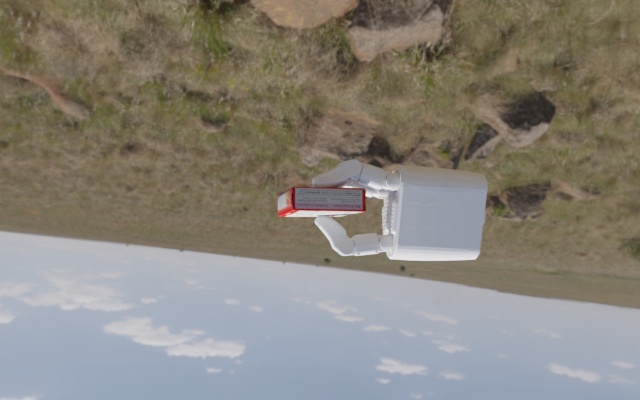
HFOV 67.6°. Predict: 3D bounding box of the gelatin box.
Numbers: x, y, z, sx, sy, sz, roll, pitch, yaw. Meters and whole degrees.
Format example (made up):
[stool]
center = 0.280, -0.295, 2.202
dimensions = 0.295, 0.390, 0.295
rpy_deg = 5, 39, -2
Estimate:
[gelatin box]
center = 0.000, 0.002, 0.565
dimensions = 0.089, 0.030, 0.073
rpy_deg = 0, -6, -18
